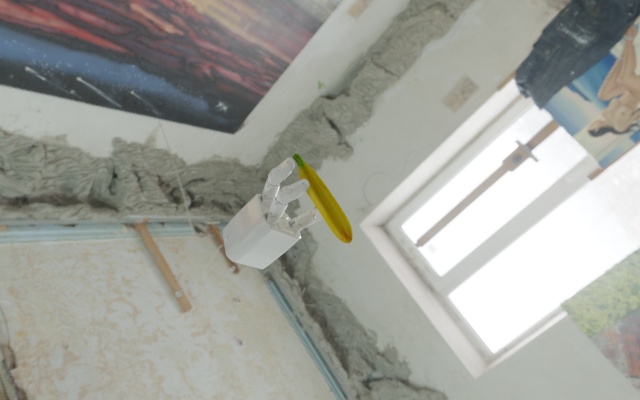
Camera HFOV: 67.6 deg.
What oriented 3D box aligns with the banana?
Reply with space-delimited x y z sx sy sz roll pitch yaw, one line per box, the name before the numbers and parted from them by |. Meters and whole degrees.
banana | 0.006 0.005 0.850 0.037 0.197 0.070 -39 -27 11
